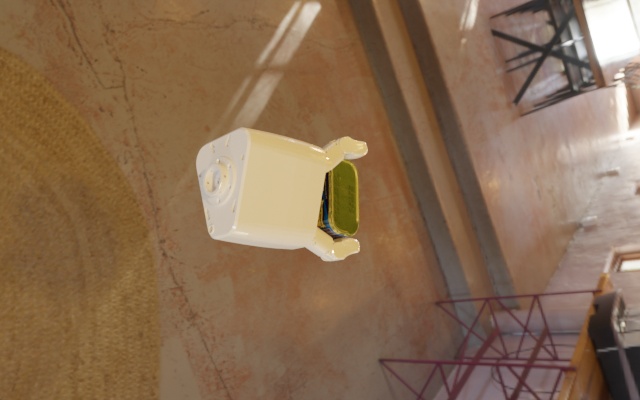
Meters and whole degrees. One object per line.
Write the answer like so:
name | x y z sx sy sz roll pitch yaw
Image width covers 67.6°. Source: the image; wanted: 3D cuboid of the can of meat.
can of meat | 0.000 0.002 0.596 0.084 0.102 0.057 -15 -22 42
